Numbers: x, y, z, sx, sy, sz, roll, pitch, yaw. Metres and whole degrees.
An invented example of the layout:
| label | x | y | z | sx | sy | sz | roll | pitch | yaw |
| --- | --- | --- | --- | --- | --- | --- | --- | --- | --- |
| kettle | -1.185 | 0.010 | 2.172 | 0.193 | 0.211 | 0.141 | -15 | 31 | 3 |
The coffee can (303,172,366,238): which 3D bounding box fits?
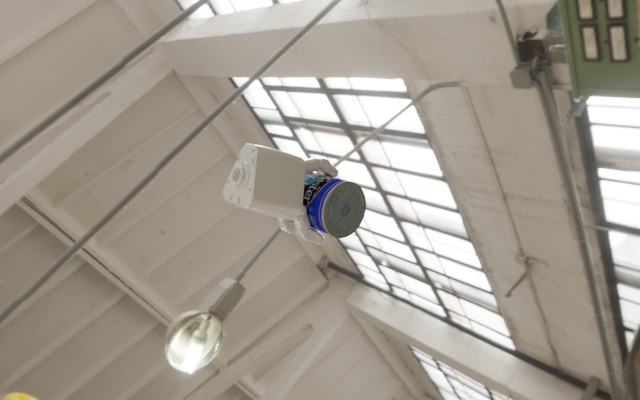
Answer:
| label | x | y | z | sx | sy | sz | roll | pitch | yaw |
| --- | --- | --- | --- | --- | --- | --- | --- | --- | --- |
| coffee can | 0.000 | 0.003 | 0.889 | 0.103 | 0.103 | 0.140 | 0 | 12 | -41 |
